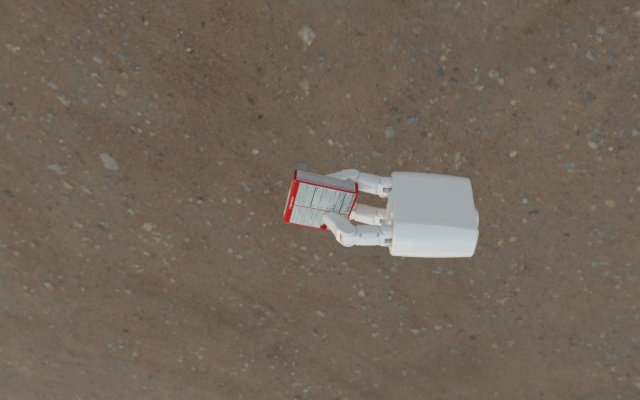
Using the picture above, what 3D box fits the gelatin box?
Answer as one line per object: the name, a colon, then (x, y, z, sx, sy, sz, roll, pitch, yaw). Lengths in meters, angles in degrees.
gelatin box: (0.000, 0.002, 0.650, 0.089, 0.073, 0.030, 11, 36, -8)
